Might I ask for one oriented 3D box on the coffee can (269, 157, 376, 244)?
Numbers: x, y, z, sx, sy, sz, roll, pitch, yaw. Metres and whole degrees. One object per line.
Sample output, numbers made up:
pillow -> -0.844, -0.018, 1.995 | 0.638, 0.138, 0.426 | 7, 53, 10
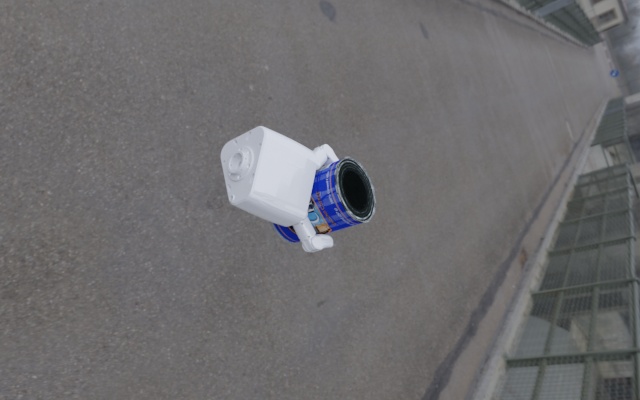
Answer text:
coffee can -> 0.000, 0.003, 0.746 | 0.140, 0.103, 0.103 | -19, -11, 35
